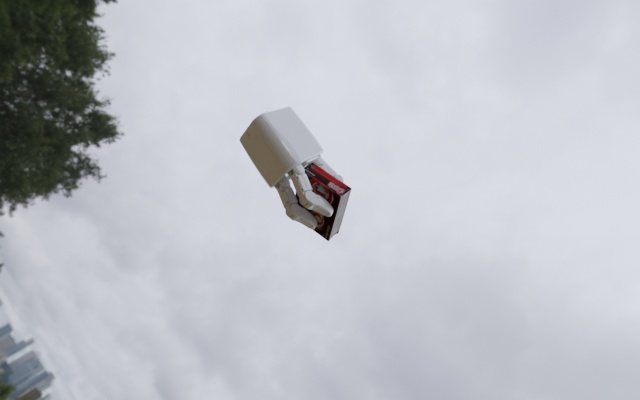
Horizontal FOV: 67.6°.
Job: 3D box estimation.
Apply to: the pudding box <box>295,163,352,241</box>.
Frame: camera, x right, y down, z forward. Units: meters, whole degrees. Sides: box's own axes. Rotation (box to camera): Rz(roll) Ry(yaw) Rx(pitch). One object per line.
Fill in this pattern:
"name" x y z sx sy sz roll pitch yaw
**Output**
"pudding box" 0.000 0.003 0.840 0.090 0.114 0.039 35 48 23
